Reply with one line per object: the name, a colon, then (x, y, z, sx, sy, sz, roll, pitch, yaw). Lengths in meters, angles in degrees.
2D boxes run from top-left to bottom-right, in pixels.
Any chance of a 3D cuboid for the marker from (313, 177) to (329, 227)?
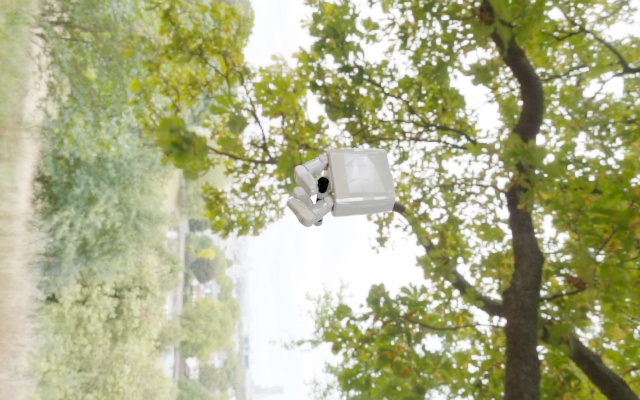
marker: (0.000, 0.003, 0.817, 0.020, 0.020, 0.121, 0, -39, -6)
